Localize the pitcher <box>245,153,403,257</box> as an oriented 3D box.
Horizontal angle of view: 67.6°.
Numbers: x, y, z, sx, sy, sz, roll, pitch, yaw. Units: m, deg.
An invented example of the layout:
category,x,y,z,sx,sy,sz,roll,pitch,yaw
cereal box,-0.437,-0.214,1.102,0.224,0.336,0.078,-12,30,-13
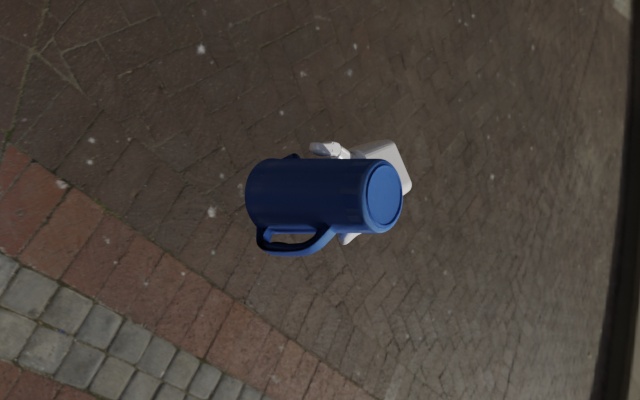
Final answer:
category,x,y,z,sx,sy,sz,roll,pitch,yaw
pitcher,0.000,0.002,0.758,0.243,0.149,0.145,1,16,42
